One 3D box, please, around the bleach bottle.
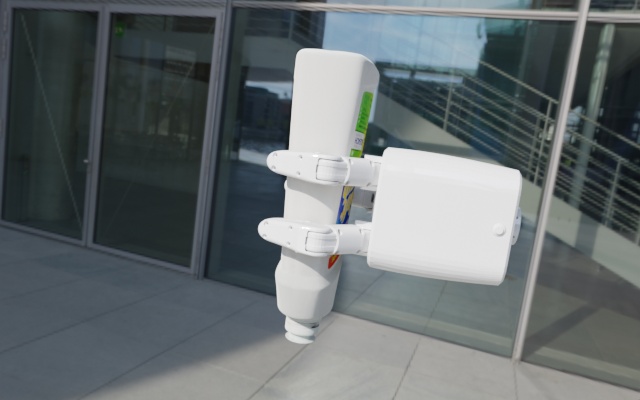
[{"bbox_3d":[0.000,0.001,0.431,0.068,0.251,0.102,9,7,11],"label":"bleach bottle"}]
